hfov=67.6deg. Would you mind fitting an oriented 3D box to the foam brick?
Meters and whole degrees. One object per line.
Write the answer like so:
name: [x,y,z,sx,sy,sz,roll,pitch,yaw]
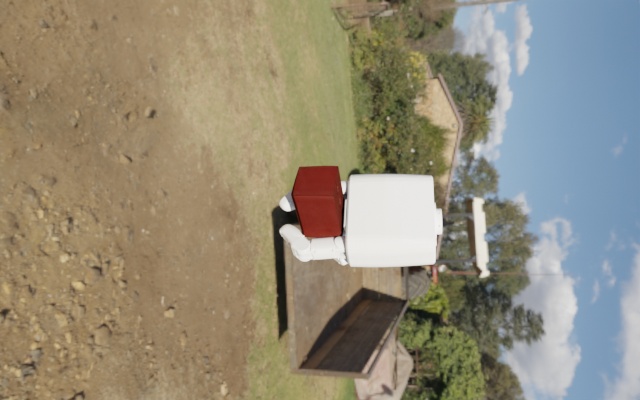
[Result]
foam brick: [0.000,0.002,0.588,0.051,0.053,0.078,0,-44,13]
